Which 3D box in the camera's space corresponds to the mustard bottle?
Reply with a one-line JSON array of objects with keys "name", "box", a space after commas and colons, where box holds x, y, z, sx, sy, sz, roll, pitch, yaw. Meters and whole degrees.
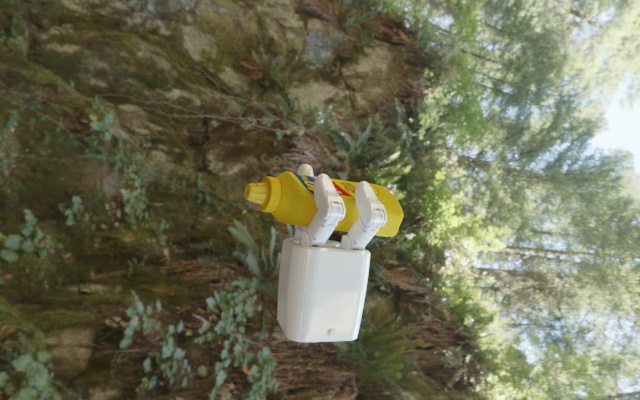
[{"name": "mustard bottle", "box": [0.000, 0.002, 0.582, 0.191, 0.058, 0.096, 7, 24, -29]}]
